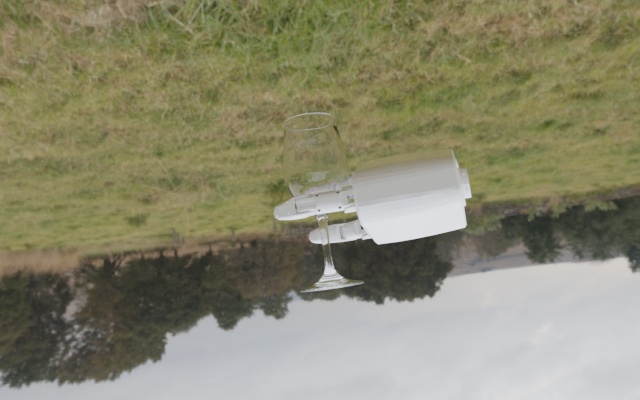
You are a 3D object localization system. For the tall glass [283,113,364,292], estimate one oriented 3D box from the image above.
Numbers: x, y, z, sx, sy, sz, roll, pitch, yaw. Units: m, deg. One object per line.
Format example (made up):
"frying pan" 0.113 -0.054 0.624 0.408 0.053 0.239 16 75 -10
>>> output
"tall glass" 0.000 0.003 0.563 0.079 0.201 0.079 -8 -8 -1
